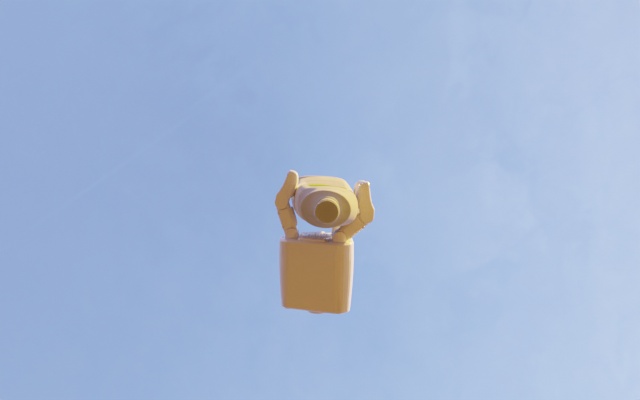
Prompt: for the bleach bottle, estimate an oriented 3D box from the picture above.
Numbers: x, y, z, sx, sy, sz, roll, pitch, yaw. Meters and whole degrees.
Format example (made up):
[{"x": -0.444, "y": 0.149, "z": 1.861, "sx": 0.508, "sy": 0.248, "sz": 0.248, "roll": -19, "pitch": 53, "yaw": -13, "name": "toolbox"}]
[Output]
[{"x": 0.000, "y": 0.002, "z": 0.704, "sx": 0.102, "sy": 0.068, "sz": 0.251, "roll": 1, "pitch": 5, "yaw": 0, "name": "bleach bottle"}]
